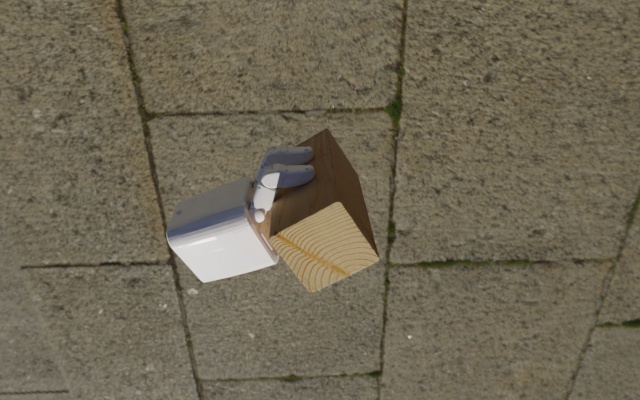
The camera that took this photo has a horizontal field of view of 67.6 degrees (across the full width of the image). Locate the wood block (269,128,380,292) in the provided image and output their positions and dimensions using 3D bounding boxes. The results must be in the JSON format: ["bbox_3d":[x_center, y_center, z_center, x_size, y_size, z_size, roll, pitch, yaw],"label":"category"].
[{"bbox_3d":[0.000,0.002,0.594,0.090,0.091,0.206,-28,27,13],"label":"wood block"}]
